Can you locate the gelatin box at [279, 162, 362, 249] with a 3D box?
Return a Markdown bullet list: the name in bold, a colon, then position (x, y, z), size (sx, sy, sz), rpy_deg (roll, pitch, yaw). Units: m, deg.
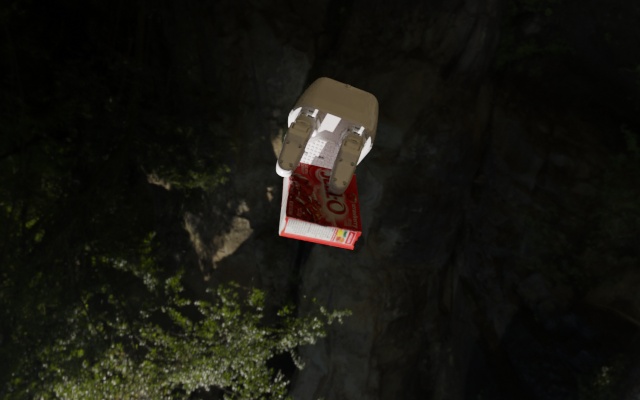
- **gelatin box**: position (0.000, 0.002, 0.471), size (0.073, 0.030, 0.089), rpy_deg (12, 40, -11)
